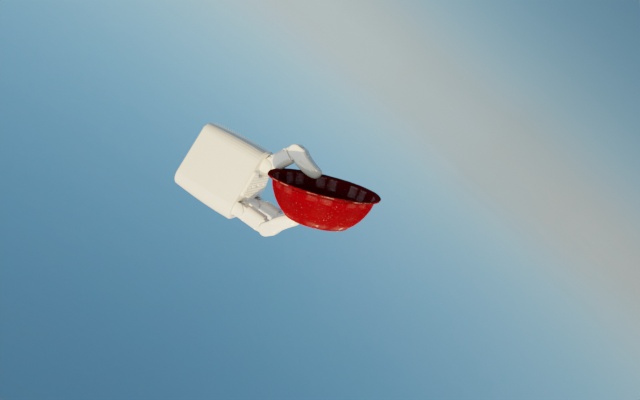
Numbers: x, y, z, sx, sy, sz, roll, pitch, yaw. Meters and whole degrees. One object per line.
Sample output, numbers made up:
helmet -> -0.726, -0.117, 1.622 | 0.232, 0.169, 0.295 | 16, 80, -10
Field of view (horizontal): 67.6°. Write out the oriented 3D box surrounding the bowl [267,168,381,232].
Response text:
bowl -> 0.001, 0.003, 0.667 | 0.162, 0.055, 0.162 | 13, 12, -3
